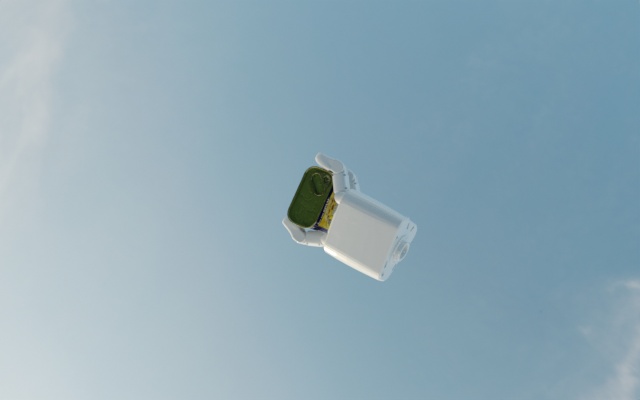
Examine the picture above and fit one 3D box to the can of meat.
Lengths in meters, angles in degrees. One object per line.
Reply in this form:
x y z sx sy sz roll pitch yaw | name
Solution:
0.000 0.003 0.812 0.057 0.102 0.084 23 -2 28 | can of meat
